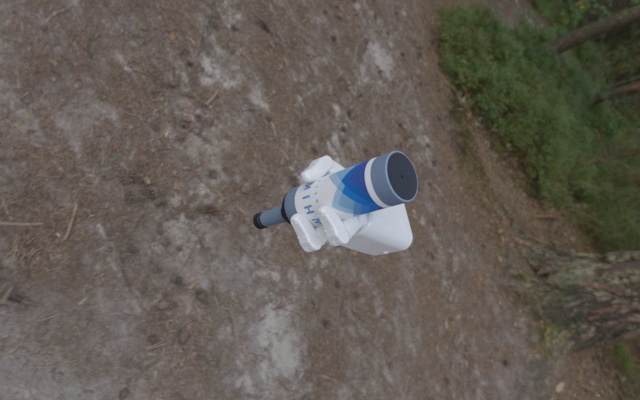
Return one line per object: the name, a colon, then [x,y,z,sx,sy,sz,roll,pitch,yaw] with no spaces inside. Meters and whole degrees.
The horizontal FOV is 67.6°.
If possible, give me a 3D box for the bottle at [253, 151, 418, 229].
bottle: [0.000,0.002,0.694,0.069,0.069,0.296,0,-13,-45]
